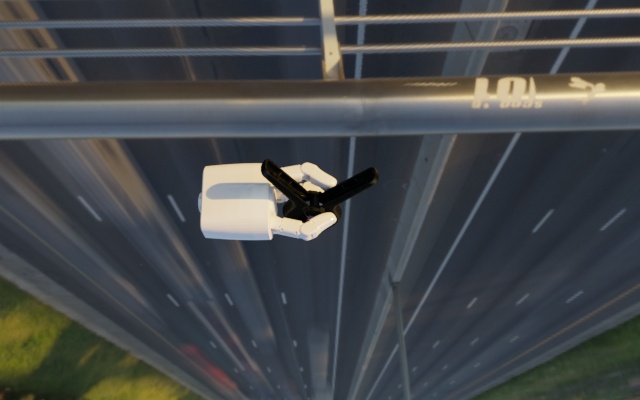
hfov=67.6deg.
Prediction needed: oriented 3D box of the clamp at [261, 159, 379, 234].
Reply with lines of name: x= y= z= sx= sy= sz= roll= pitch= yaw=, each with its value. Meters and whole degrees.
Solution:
clamp: x=0.000 y=0.003 z=0.739 sx=0.164 sy=0.036 sz=0.210 roll=2 pitch=-30 yaw=2
